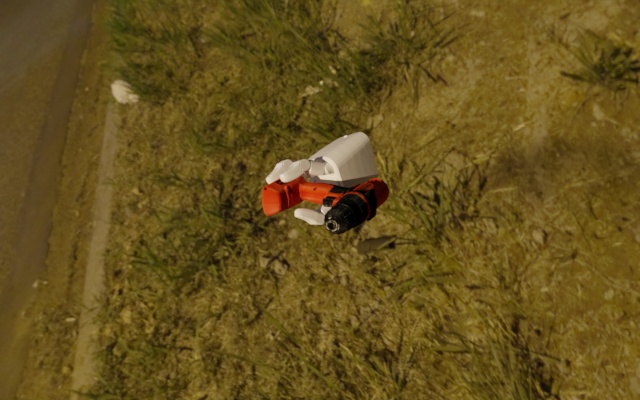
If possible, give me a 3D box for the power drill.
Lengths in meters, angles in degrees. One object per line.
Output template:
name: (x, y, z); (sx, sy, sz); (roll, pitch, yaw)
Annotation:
power drill: (0.000, 0.002, 0.786); (0.187, 0.057, 0.184); (8, 20, 28)
